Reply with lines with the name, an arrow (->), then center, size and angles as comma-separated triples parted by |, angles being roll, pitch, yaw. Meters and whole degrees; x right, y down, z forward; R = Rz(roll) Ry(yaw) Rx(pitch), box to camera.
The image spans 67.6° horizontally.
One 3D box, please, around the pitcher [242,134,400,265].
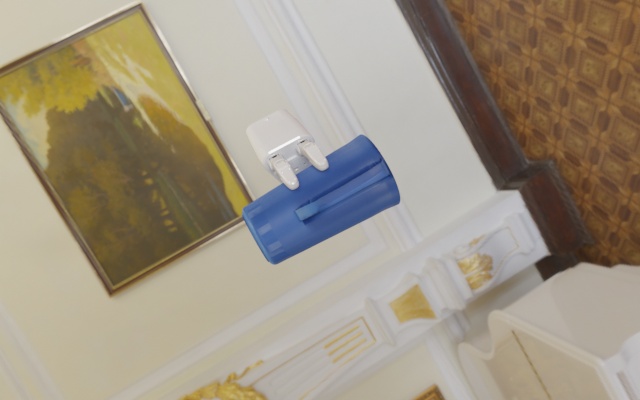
pitcher -> 0.000, 0.002, 0.778 | 0.243, 0.149, 0.145 | -29, 48, -6
